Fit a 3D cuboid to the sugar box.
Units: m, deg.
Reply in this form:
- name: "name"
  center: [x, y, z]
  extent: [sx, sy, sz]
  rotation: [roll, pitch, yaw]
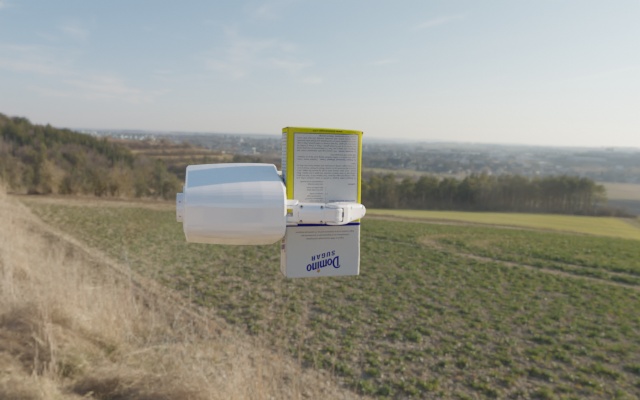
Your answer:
- name: "sugar box"
  center: [0.000, 0.002, 0.575]
  extent: [0.093, 0.176, 0.048]
  rotation: [0, 8, -14]
